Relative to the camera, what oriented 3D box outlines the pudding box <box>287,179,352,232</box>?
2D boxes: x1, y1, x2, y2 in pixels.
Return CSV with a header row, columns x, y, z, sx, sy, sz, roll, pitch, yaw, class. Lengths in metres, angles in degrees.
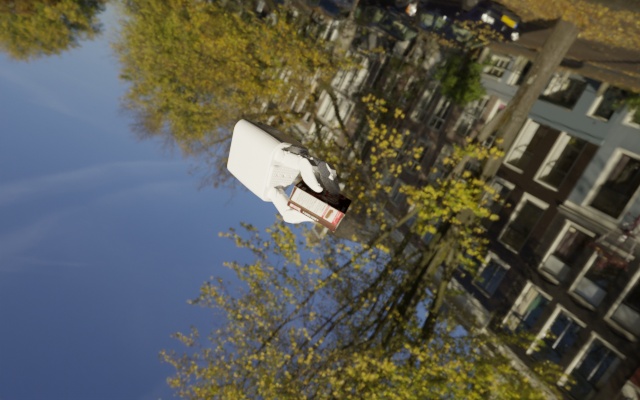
x,y,z,sx,sy,sz,roll,pitch,yaw,class
0.000,0.003,0.780,0.090,0.039,0.113,29,16,2,pudding box
